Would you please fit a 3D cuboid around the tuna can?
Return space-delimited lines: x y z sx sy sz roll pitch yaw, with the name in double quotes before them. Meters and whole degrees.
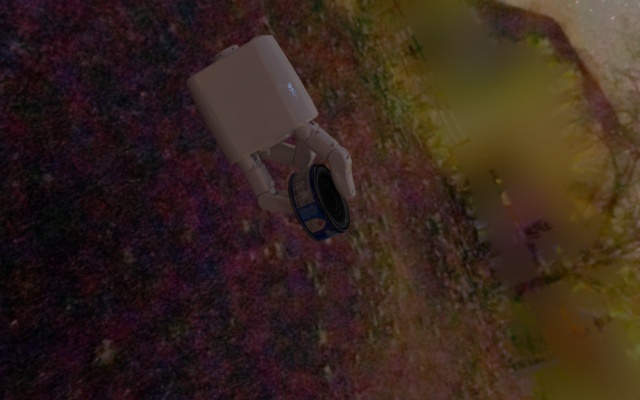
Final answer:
"tuna can" 0.001 0.002 0.544 0.034 0.086 0.086 -23 -9 21
